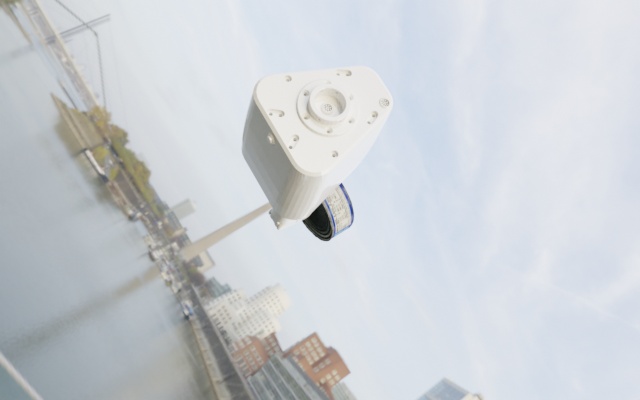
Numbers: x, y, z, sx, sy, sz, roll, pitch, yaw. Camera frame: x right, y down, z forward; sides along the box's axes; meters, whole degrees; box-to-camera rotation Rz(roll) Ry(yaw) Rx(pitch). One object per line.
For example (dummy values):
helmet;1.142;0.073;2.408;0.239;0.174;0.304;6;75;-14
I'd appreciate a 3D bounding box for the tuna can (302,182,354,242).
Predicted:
tuna can;0.001;0.002;0.545;0.033;0.086;0.086;-30;12;-23
